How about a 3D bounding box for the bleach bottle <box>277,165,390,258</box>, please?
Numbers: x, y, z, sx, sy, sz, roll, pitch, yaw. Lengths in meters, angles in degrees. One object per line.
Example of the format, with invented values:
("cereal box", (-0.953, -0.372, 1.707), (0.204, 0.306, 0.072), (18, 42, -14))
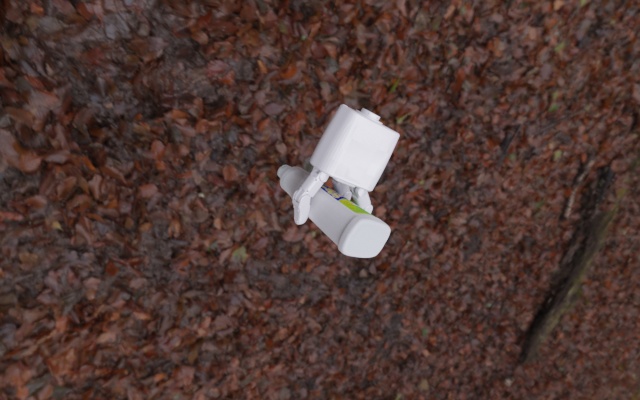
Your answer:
("bleach bottle", (0.000, 0.003, 0.817), (0.102, 0.068, 0.250), (16, 17, -48))
